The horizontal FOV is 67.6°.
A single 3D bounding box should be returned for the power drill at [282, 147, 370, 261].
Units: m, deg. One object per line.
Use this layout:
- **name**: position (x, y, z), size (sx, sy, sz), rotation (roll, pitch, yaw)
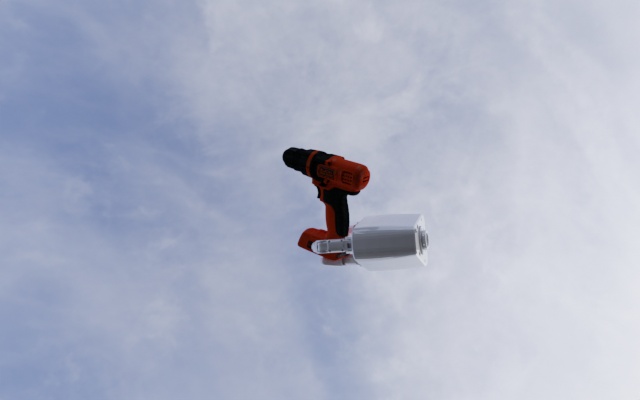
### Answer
- **power drill**: position (0.000, 0.003, 0.869), size (0.184, 0.188, 0.057), rotation (20, 28, 36)
